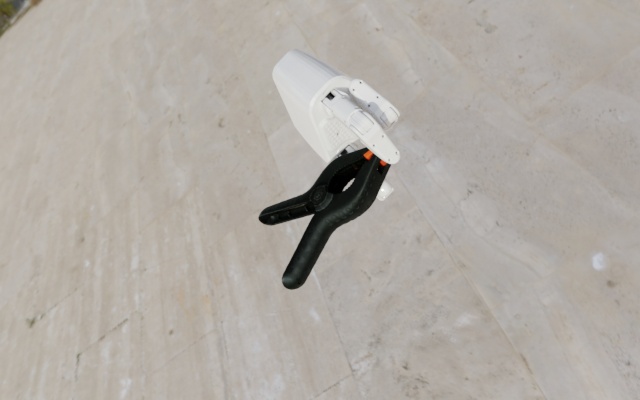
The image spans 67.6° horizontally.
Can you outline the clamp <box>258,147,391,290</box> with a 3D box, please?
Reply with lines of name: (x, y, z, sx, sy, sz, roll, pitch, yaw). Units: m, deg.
clamp: (0.000, 0.001, 0.518, 0.039, 0.171, 0.120, 40, 6, -47)
